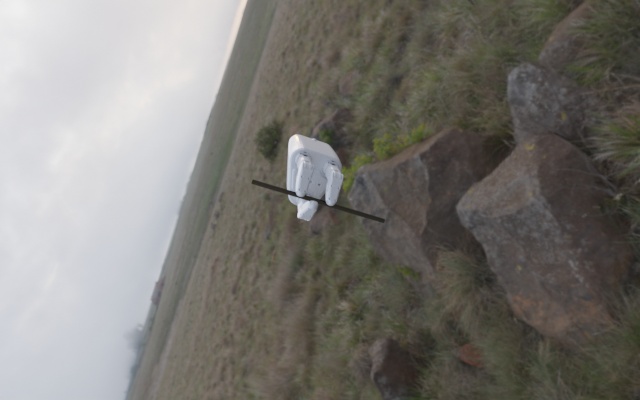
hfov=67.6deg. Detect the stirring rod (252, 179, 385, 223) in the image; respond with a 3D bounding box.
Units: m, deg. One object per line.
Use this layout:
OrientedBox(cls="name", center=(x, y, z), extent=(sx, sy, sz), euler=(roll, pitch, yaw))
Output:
OrientedBox(cls="stirring rod", center=(0.000, 0.003, 0.810), extent=(0.239, 0.011, 0.011), euler=(17, -4, -15))
